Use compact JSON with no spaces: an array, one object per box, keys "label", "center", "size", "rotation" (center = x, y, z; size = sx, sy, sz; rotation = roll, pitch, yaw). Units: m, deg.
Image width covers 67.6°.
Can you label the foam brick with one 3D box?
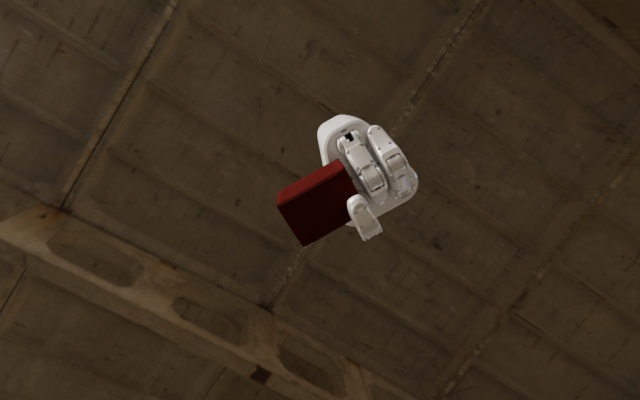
[{"label":"foam brick","center":[0.000,0.002,0.491],"size":[0.078,0.053,0.051],"rotation":[-29,17,2]}]
